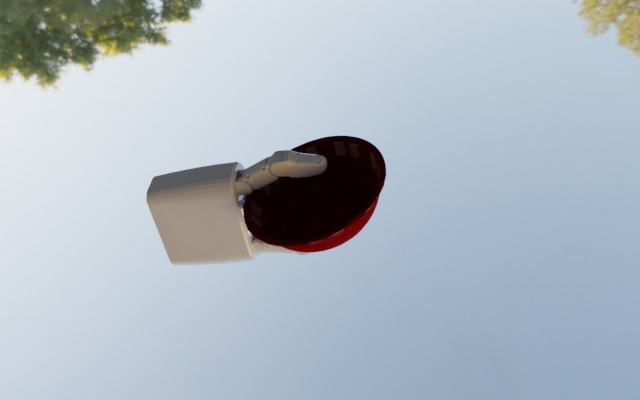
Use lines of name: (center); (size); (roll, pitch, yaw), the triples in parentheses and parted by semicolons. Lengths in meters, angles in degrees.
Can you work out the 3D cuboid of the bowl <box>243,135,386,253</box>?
bowl: (0.001, 0.002, 0.519); (0.162, 0.162, 0.055); (0, -43, 30)
